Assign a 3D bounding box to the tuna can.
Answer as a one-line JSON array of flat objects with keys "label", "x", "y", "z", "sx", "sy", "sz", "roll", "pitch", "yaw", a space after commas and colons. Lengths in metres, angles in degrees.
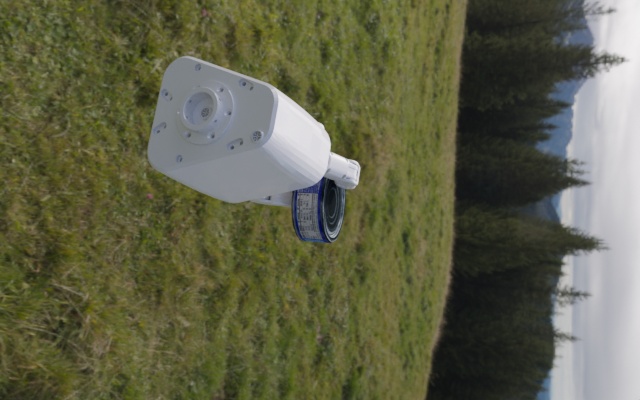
[{"label": "tuna can", "x": 0.001, "y": 0.002, "z": 0.505, "sx": 0.034, "sy": 0.086, "sz": 0.086, "roll": 3, "pitch": 1, "yaw": 18}]
